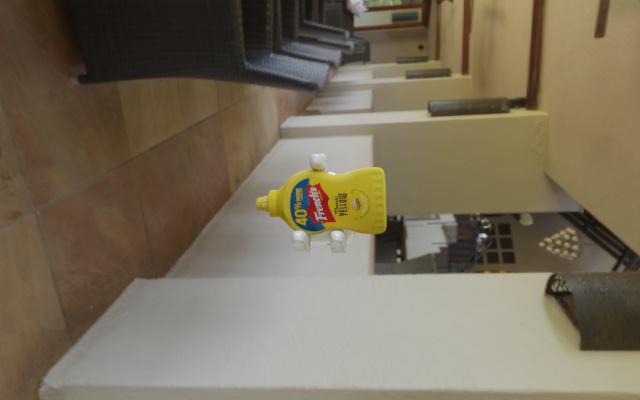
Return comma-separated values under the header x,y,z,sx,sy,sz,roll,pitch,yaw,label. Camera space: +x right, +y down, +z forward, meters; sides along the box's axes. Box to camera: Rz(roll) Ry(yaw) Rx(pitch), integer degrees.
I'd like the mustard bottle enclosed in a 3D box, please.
x,y,z,sx,sy,sz,roll,pitch,yaw,label
0.000,0.002,0.708,0.191,0.096,0.058,-2,11,6,mustard bottle
